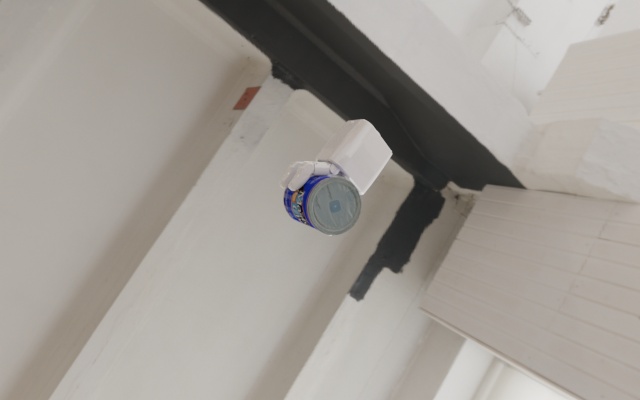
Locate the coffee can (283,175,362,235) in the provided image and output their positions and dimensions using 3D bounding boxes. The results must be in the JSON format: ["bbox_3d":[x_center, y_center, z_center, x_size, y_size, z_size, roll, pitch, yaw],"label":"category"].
[{"bbox_3d":[0.000,0.003,0.895,0.103,0.103,0.140,0,6,-22],"label":"coffee can"}]
